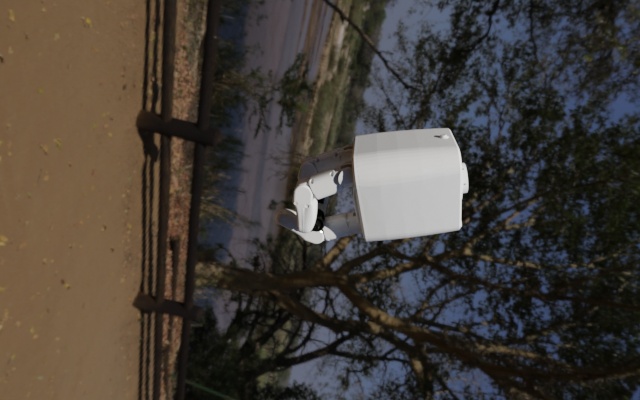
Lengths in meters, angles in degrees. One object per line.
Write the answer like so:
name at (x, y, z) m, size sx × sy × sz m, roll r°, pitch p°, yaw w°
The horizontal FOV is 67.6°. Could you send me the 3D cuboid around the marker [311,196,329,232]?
marker at (0.000, 0.002, 0.576) m, size 0.020 × 0.020 × 0.121 m, roll 0°, pitch 27°, yaw 6°
